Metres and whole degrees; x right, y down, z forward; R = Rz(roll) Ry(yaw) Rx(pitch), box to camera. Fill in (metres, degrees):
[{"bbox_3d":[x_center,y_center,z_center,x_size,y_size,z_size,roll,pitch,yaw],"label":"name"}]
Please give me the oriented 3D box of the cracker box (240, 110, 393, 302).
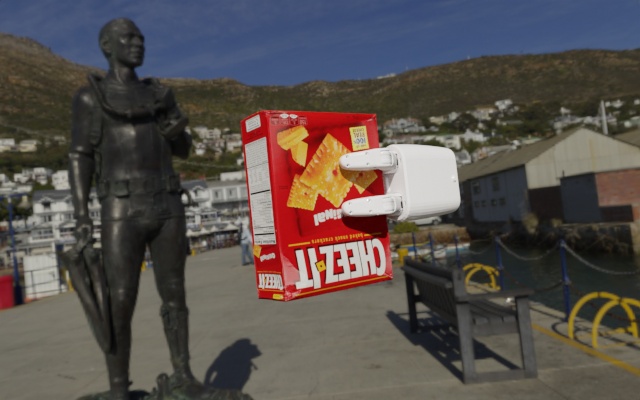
[{"bbox_3d":[0.000,0.002,0.580,0.164,0.213,0.072,-4,-3,-35],"label":"cracker box"}]
